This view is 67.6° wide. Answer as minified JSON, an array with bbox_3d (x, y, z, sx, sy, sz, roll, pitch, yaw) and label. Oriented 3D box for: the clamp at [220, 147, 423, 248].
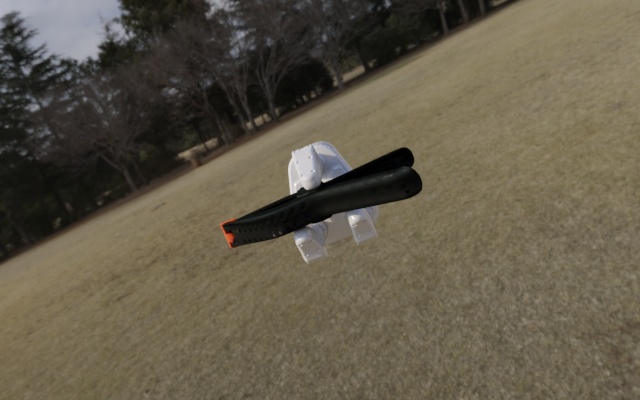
[{"bbox_3d":[-0.001,0.001,0.454,0.210,0.036,0.164,-22,7,6],"label":"clamp"}]
